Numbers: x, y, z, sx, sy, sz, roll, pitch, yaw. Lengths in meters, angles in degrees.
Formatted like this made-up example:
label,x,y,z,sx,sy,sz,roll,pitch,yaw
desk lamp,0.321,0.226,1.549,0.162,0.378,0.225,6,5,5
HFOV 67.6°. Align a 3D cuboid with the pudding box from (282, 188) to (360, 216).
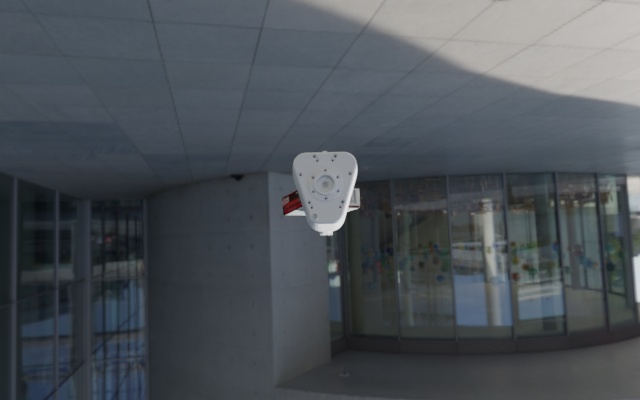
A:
label,x,y,z,sx,sy,sz,roll,pitch,yaw
pudding box,0.000,0.003,0.842,0.113,0.039,0.090,4,-13,-27
